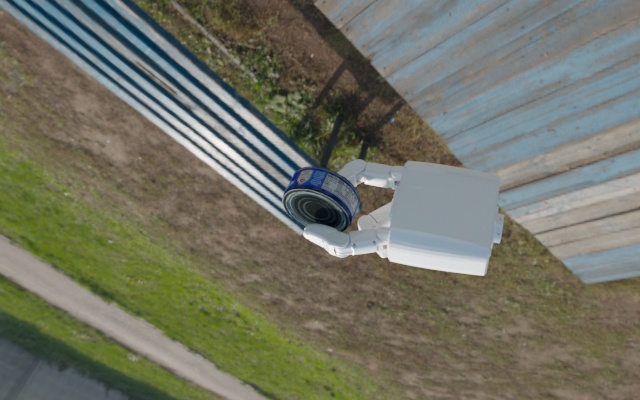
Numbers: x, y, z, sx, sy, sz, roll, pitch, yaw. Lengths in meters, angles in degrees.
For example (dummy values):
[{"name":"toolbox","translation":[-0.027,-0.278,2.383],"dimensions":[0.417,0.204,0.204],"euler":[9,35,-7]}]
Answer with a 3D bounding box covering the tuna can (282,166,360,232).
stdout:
[{"name":"tuna can","translation":[0.000,0.002,0.550],"dimensions":[0.086,0.033,0.086],"euler":[17,-34,12]}]
